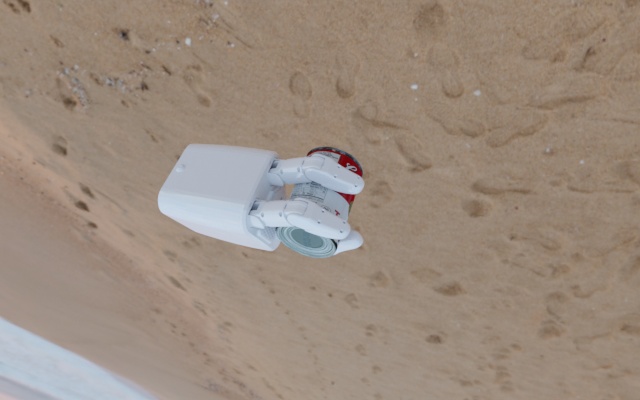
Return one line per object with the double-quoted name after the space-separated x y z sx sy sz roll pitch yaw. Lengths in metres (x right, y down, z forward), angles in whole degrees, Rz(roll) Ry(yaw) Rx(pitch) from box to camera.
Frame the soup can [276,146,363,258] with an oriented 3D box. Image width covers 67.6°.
0.000 0.002 0.514 0.068 0.102 0.069 15 -32 10 "soup can"
